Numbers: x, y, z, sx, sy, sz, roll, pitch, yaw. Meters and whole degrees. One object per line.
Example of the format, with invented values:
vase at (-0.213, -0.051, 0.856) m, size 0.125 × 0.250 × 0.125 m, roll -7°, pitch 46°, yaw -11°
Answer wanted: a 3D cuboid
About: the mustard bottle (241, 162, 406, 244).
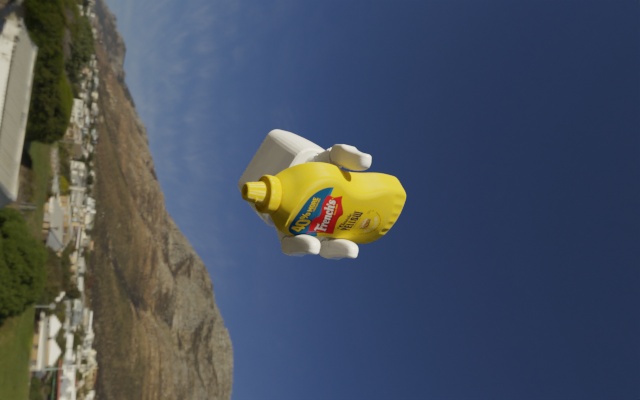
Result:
mustard bottle at (0.000, 0.002, 0.545) m, size 0.191 × 0.058 × 0.096 m, roll 9°, pitch -47°, yaw -34°
